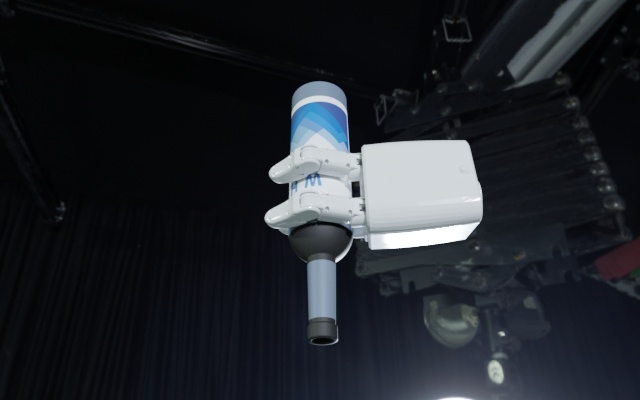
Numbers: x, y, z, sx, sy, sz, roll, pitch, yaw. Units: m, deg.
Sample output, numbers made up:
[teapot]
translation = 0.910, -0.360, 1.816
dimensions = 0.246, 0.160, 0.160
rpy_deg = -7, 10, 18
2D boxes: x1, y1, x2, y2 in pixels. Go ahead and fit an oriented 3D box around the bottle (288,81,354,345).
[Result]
[bottle]
translation = 0.000, 0.001, 0.503
dimensions = 0.069, 0.295, 0.069
rpy_deg = -1, -33, 0
